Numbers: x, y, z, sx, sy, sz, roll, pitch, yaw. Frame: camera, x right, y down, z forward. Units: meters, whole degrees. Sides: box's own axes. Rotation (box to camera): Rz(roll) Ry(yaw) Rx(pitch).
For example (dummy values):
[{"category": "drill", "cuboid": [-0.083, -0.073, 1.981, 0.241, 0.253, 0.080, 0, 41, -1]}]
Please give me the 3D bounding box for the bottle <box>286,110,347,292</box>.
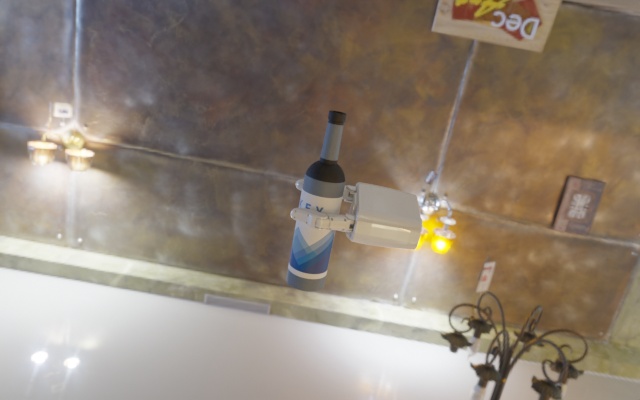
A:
[{"category": "bottle", "cuboid": [0.000, 0.003, 0.776, 0.069, 0.296, 0.069, 10, 17, -3]}]
